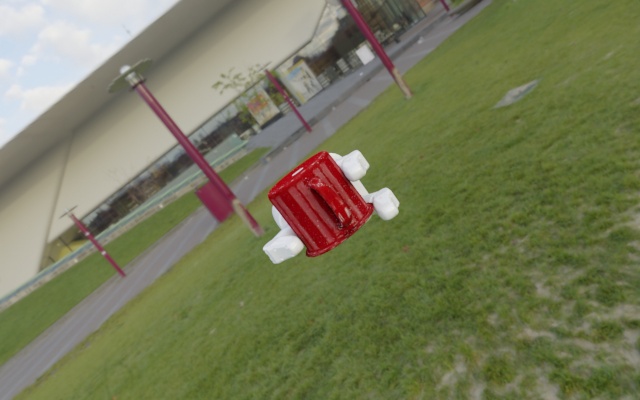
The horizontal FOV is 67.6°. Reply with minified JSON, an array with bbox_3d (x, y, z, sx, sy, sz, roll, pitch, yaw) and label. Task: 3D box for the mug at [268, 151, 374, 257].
[{"bbox_3d":[0.000,0.002,0.504,0.093,0.081,0.117,-39,11,-8],"label":"mug"}]
